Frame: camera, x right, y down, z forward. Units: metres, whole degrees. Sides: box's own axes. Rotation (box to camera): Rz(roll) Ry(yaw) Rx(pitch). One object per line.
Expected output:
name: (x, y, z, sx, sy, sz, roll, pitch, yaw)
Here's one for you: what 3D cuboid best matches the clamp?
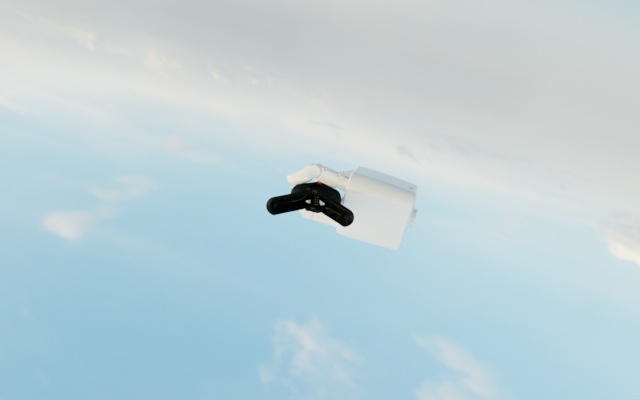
clamp: (0.000, 0.003, 0.714, 0.120, 0.039, 0.171, 17, 17, 9)
